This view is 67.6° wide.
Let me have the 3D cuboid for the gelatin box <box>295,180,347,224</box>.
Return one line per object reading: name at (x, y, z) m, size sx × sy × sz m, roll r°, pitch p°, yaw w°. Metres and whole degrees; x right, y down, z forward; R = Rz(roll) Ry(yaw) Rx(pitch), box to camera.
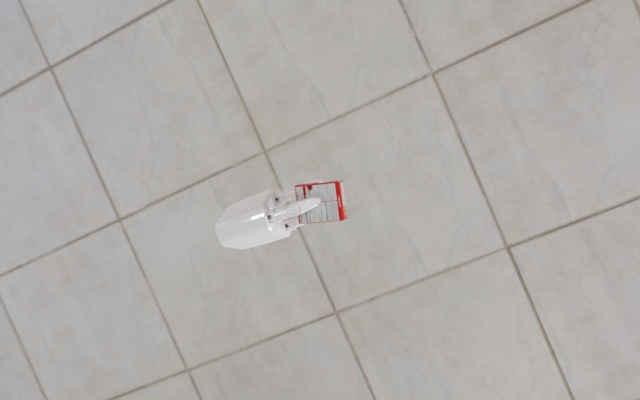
gelatin box at (0.000, 0.003, 0.878) m, size 0.089 × 0.073 × 0.030 m, roll -5°, pitch 7°, yaw 18°
